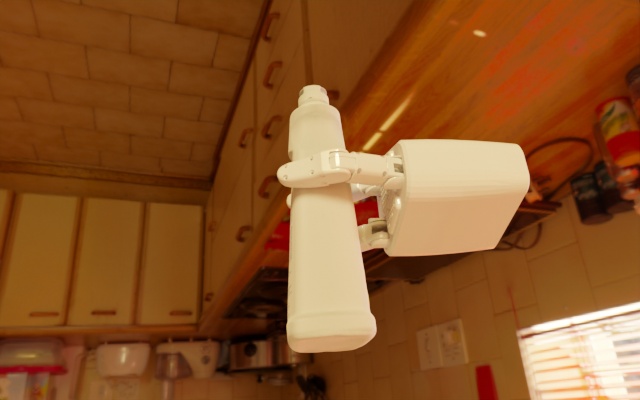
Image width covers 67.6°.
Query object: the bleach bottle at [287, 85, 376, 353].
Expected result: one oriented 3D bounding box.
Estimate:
[{"bbox_3d":[0.000,0.001,0.431,0.068,0.250,0.103,-1,-24,-5],"label":"bleach bottle"}]
